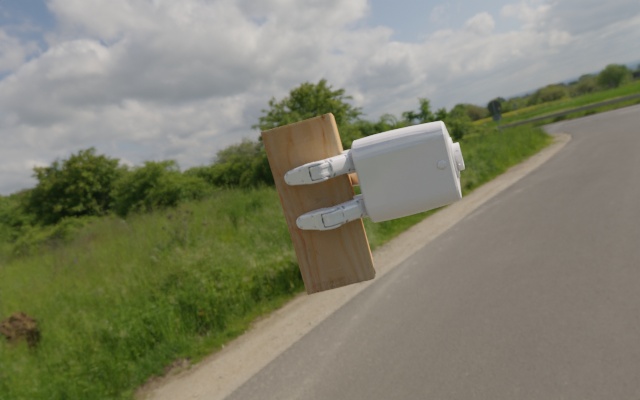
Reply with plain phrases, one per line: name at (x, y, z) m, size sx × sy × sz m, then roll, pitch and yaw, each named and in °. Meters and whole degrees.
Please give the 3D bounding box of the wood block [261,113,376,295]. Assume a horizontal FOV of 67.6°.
wood block at (0.000, 0.002, 0.614) m, size 0.090 × 0.206 × 0.091 m, roll -15°, pitch 6°, yaw 5°
